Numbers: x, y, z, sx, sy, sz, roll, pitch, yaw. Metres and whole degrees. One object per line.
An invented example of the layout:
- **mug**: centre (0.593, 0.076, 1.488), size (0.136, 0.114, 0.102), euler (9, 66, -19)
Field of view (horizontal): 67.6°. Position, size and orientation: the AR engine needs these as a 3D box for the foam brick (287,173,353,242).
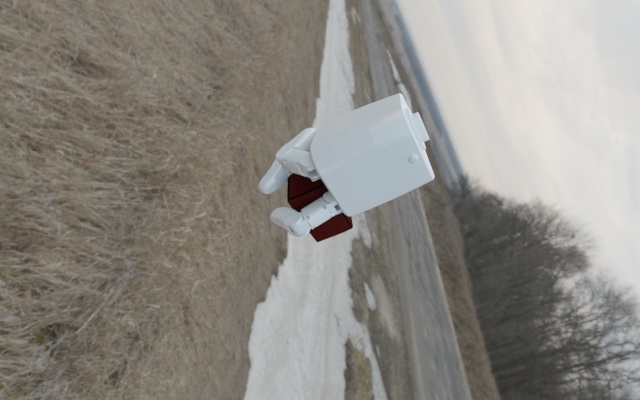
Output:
- **foam brick**: centre (0.000, 0.002, 0.581), size (0.051, 0.078, 0.053), euler (-23, 36, 15)
